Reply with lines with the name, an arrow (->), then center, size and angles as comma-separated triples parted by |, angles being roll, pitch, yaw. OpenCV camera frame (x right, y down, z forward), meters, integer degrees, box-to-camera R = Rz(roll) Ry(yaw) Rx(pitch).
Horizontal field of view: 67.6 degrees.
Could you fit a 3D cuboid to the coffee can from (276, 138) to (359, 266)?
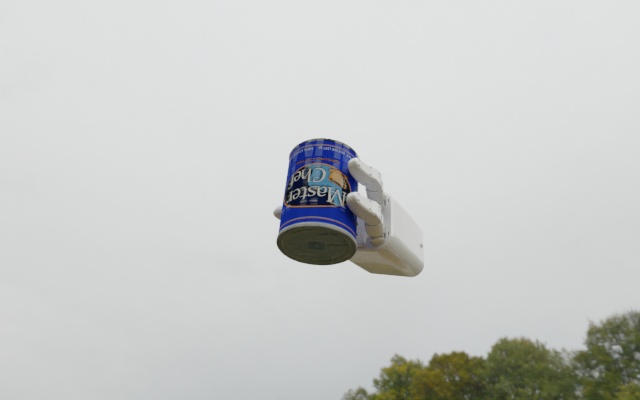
coffee can -> 0.000, 0.002, 0.644 | 0.103, 0.140, 0.103 | 4, -34, 2
